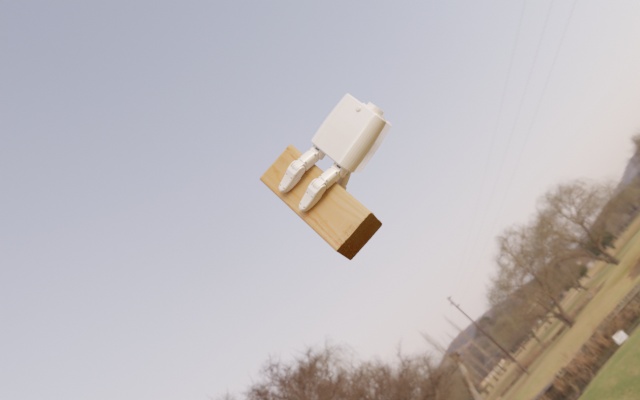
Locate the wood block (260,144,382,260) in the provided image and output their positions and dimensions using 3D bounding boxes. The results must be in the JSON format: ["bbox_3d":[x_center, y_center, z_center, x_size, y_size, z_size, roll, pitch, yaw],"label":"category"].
[{"bbox_3d":[0.000,0.003,0.864,0.206,0.090,0.091,42,1,27],"label":"wood block"}]
